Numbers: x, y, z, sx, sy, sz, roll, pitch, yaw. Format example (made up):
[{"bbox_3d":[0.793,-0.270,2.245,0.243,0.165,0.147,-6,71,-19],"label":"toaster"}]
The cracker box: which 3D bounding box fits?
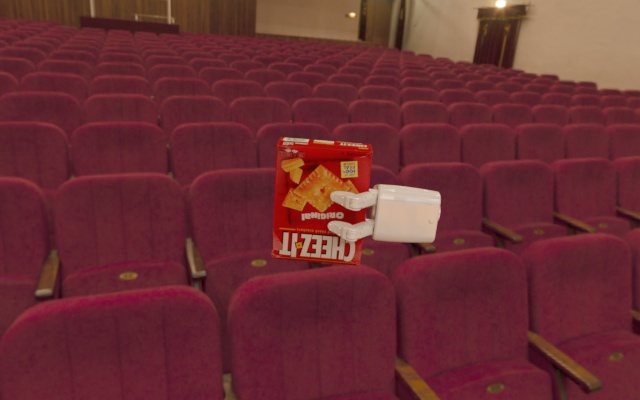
[{"bbox_3d":[0.000,0.003,0.850,0.164,0.214,0.072,5,18,1],"label":"cracker box"}]
